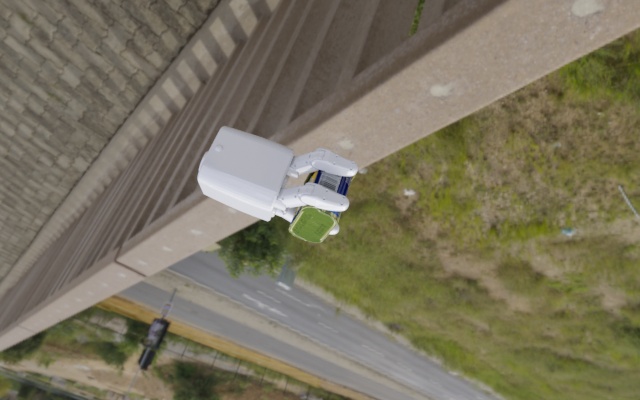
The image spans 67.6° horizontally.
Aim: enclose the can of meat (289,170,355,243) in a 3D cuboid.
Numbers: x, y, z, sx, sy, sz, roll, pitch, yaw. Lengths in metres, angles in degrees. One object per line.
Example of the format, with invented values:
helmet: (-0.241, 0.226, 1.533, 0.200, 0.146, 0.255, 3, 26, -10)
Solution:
can of meat: (0.000, 0.003, 0.663, 0.057, 0.084, 0.102, 24, -31, -7)
